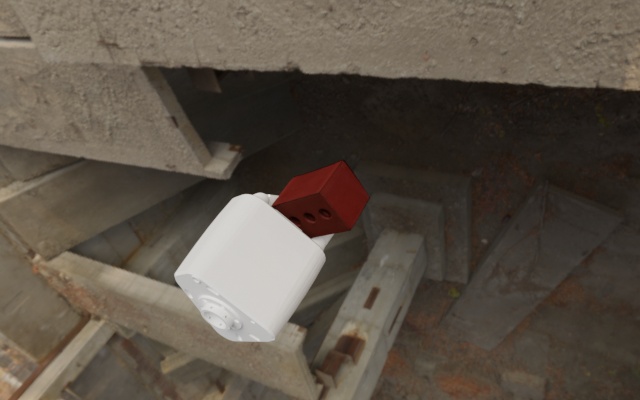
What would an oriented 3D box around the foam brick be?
[{"bbox_3d":[0.000,0.001,0.489,0.078,0.053,0.051,-16,30,45],"label":"foam brick"}]
